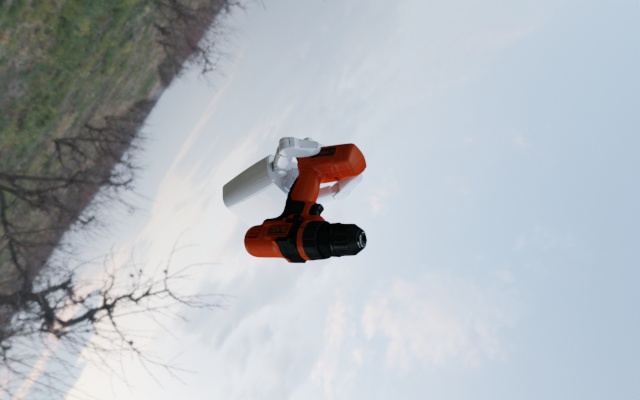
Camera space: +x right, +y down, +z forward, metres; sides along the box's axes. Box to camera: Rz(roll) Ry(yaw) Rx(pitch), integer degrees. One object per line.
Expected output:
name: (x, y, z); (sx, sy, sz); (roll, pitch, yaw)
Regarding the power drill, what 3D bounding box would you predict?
power drill: (0.000, 0.002, 0.657); (0.184, 0.187, 0.057); (-3, -46, 33)
